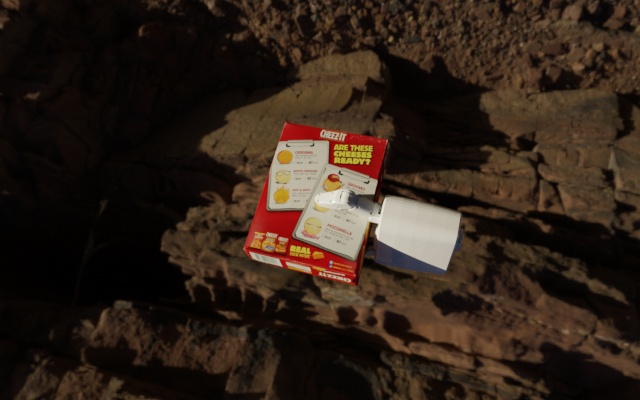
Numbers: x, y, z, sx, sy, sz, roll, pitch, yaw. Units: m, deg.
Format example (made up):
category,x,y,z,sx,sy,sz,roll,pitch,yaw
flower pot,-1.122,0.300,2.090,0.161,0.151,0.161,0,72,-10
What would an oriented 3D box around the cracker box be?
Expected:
category,x,y,z,sx,sy,sz,roll,pitch,yaw
cracker box,0.000,0.002,0.712,0.164,0.213,0.072,12,-21,11
